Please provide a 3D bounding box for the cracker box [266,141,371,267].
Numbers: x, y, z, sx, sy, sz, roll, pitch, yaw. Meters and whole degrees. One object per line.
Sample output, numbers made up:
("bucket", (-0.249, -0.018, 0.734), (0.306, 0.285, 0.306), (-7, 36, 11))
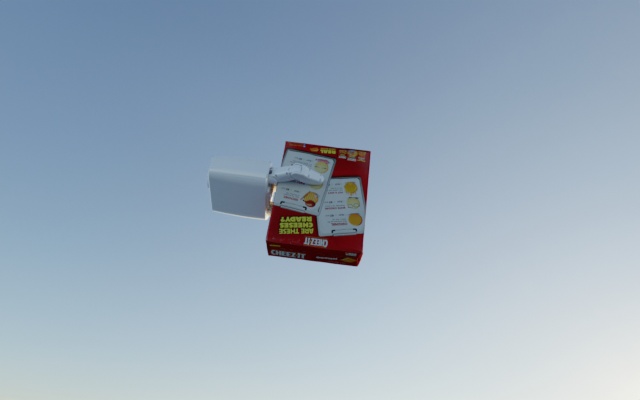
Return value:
("cracker box", (0.000, 0.003, 0.863), (0.164, 0.213, 0.072), (7, -31, 2))
